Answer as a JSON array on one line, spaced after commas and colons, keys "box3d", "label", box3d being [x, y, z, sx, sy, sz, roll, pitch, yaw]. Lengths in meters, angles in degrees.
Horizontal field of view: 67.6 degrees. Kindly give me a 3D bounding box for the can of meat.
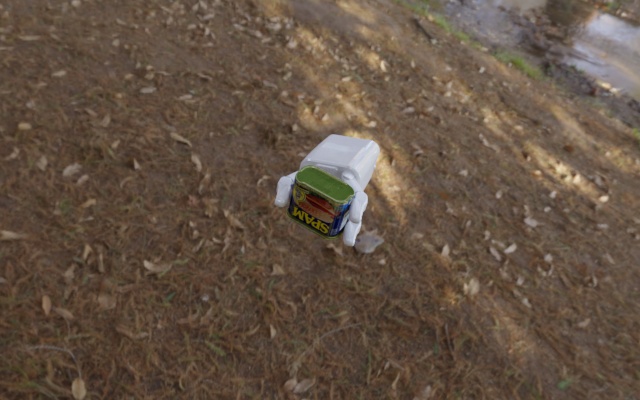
[{"box3d": [0.000, 0.002, 0.770, 0.102, 0.084, 0.057, 29, 44, 16], "label": "can of meat"}]
